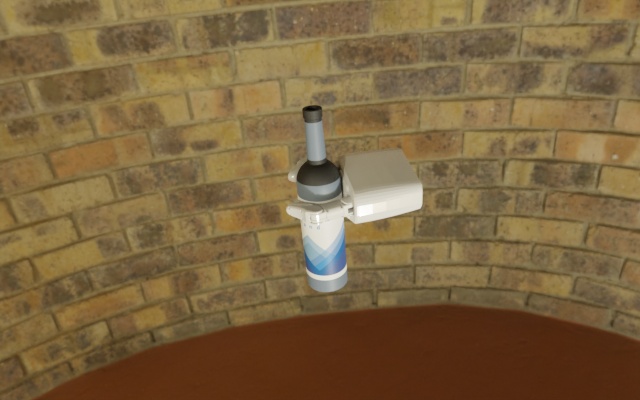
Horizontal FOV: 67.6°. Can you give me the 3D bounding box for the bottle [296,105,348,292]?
[{"bbox_3d":[0.000,0.003,0.724,0.069,0.296,0.069,-4,28,2],"label":"bottle"}]
